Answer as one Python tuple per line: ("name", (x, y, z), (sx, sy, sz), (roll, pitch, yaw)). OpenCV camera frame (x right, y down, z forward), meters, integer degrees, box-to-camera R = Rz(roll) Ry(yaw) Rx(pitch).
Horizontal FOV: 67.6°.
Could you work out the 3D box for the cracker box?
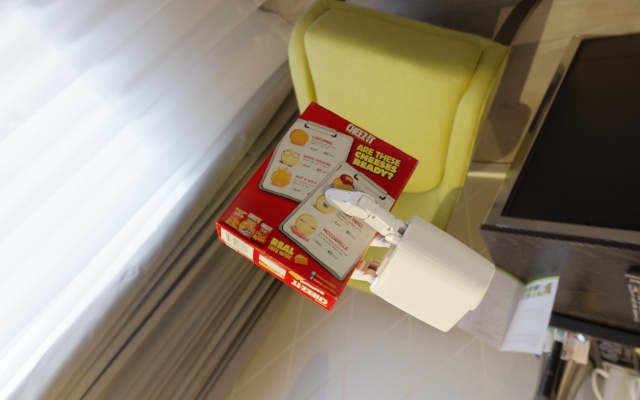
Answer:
("cracker box", (0.000, 0.002, 0.598), (0.164, 0.213, 0.072), (31, -26, 7))
